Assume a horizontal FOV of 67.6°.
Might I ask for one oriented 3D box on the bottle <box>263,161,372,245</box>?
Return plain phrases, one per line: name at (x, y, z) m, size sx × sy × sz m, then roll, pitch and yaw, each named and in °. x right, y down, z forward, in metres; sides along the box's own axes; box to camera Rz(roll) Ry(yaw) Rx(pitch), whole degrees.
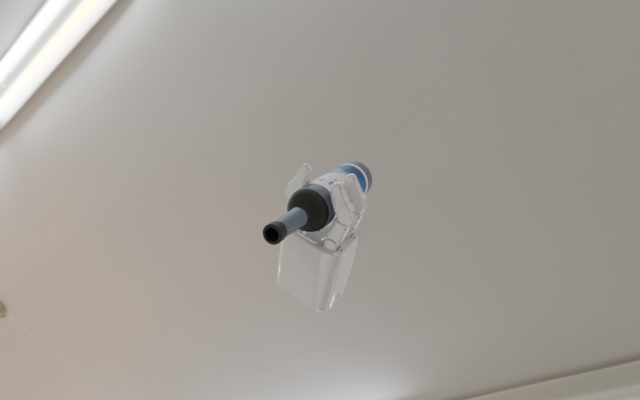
bottle at (0.000, 0.002, 0.718) m, size 0.069 × 0.069 × 0.295 m, roll 0°, pitch 16°, yaw 25°
